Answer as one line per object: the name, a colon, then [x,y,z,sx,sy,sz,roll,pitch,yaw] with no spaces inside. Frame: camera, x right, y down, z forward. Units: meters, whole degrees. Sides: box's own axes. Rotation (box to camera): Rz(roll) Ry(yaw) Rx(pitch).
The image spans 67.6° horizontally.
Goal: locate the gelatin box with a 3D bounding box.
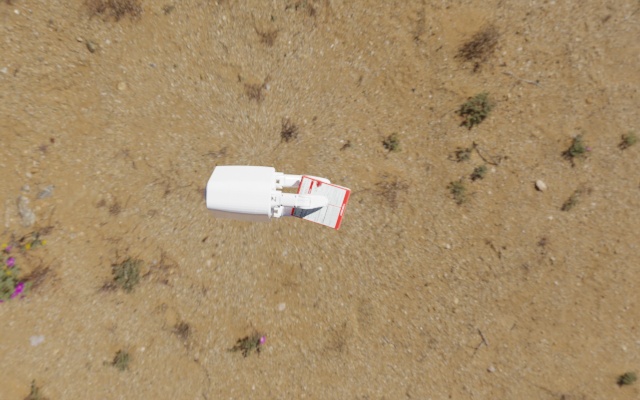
gelatin box: [0.000,0.003,0.833,0.089,0.073,0.030,17,5,0]
